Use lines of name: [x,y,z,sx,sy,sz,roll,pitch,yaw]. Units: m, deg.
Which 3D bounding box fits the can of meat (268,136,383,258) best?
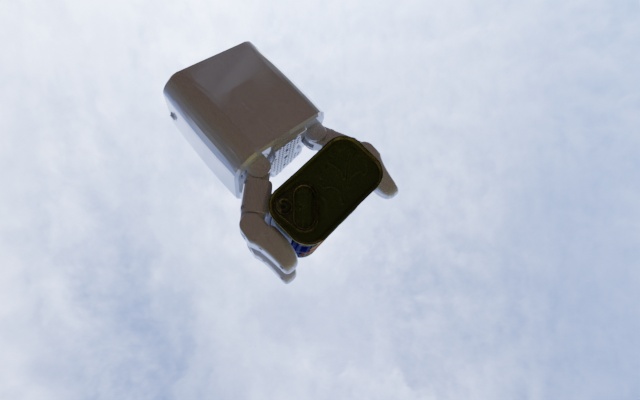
can of meat: [0.000,0.001,0.434,0.102,0.057,0.084,-44,-6,-17]
